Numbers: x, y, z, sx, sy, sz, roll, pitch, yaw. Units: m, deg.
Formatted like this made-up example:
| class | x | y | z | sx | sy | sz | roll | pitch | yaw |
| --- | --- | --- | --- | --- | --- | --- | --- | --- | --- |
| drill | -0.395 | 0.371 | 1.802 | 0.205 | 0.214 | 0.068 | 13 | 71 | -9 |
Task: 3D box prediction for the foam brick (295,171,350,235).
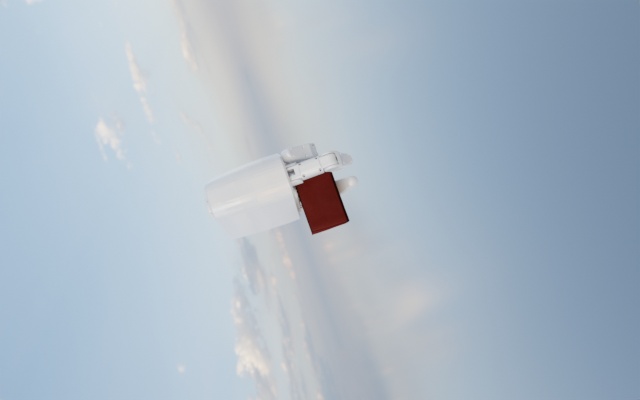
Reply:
| class | x | y | z | sx | sy | sz | roll | pitch | yaw |
| --- | --- | --- | --- | --- | --- | --- | --- | --- | --- |
| foam brick | 0.000 | 0.002 | 0.642 | 0.051 | 0.078 | 0.053 | -19 | -7 | -5 |
